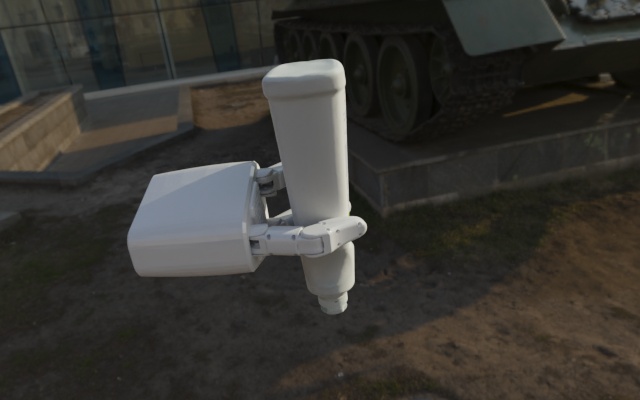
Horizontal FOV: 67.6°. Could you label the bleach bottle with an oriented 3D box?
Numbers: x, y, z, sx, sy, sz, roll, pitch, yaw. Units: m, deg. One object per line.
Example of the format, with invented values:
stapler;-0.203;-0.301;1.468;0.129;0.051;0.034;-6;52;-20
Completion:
bleach bottle;0.000;0.001;0.453;0.068;0.251;0.102;-5;23;5
